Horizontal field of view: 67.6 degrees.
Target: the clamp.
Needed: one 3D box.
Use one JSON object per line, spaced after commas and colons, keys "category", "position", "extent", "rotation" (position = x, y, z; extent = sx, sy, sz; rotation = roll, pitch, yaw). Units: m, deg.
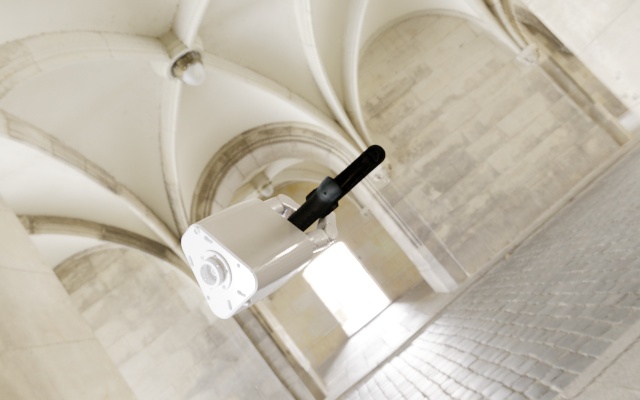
{"category": "clamp", "position": [0.000, 0.001, 0.582], "extent": [0.171, 0.039, 0.120], "rotation": [-46, -11, 34]}
